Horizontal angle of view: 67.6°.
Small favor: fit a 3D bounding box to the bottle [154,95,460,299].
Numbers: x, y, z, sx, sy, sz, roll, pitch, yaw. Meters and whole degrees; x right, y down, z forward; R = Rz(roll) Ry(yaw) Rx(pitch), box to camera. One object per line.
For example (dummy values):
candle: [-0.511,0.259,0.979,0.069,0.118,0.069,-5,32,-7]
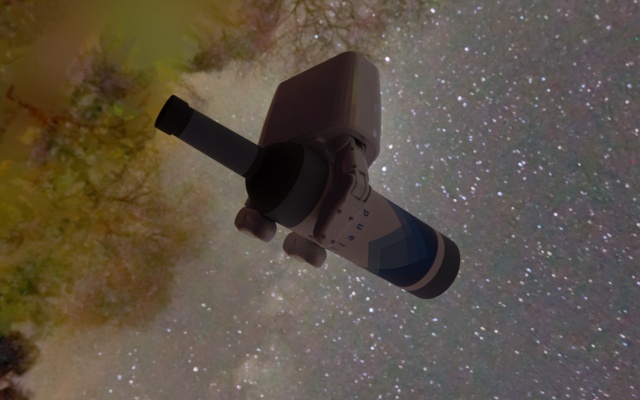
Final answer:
bottle: [0.000,0.002,0.410,0.296,0.069,0.069,30,-15,-27]
